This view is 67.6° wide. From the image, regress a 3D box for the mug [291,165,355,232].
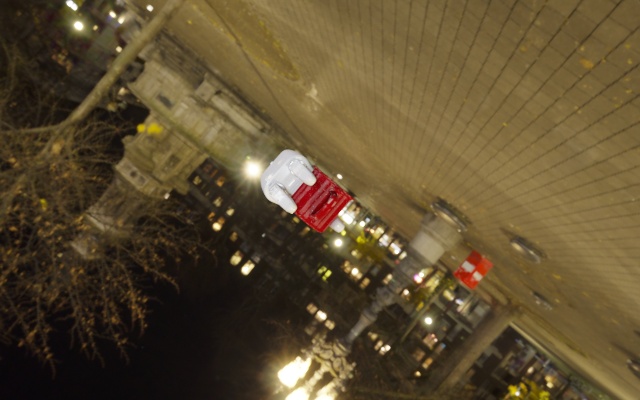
[{"bbox_3d":[0.000,0.003,0.801,0.093,0.081,0.117,40,3,-18],"label":"mug"}]
